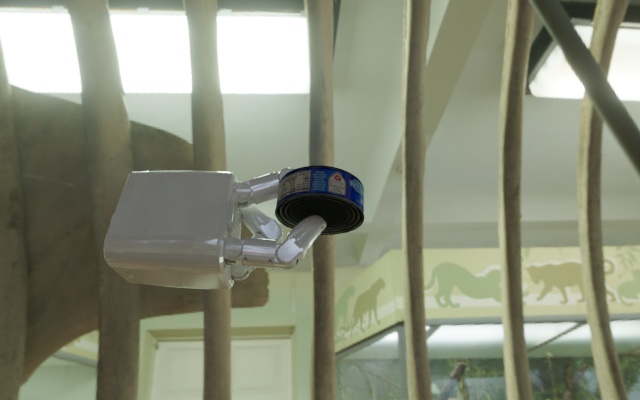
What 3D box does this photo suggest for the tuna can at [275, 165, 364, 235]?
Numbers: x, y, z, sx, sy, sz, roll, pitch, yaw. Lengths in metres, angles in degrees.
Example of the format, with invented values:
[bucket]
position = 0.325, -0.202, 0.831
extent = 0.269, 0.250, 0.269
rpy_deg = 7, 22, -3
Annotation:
[tuna can]
position = 0.000, 0.001, 0.464
extent = 0.086, 0.033, 0.086
rpy_deg = 3, -28, 2
